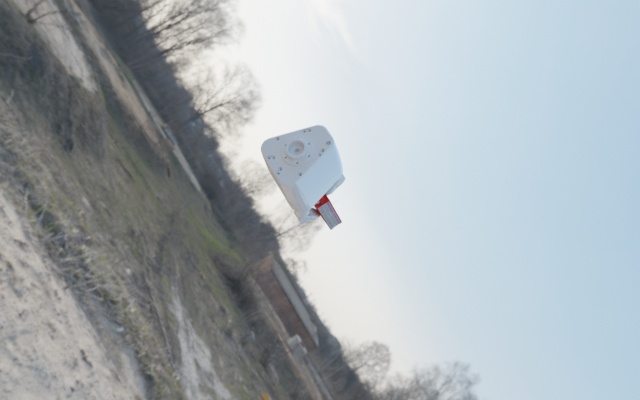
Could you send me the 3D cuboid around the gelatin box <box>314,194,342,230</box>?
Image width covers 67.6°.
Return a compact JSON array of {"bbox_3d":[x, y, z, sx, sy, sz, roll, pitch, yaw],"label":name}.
[{"bbox_3d":[0.001,0.003,0.872,0.030,0.073,0.089,-33,-35,0],"label":"gelatin box"}]
